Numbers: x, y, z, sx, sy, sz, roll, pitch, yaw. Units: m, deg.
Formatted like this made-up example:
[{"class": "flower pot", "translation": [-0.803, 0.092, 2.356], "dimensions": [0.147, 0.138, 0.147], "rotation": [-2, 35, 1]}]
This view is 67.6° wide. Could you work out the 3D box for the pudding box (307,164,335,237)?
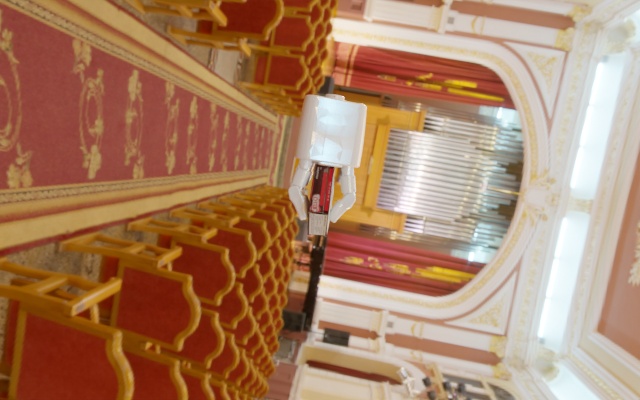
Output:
[{"class": "pudding box", "translation": [0.000, 0.003, 0.824], "dimensions": [0.039, 0.090, 0.113], "rotation": [7, -24, 3]}]
